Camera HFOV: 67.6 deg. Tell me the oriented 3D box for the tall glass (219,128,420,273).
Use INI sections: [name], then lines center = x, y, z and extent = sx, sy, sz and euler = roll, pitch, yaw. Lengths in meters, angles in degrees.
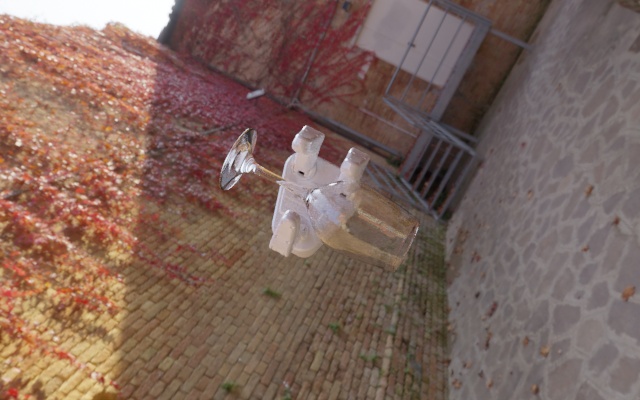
[tall glass]
center = -0.001, 0.001, 0.500
extent = 0.201, 0.079, 0.079
euler = 27, 3, 5
